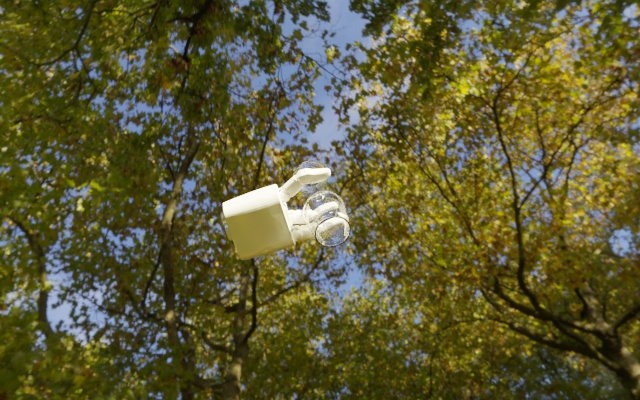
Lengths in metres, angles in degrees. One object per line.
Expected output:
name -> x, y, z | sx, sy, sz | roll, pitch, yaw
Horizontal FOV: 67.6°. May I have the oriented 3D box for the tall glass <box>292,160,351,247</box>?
tall glass -> 0.000, 0.002, 0.876 | 0.079, 0.079, 0.201 | 0, 30, -14
